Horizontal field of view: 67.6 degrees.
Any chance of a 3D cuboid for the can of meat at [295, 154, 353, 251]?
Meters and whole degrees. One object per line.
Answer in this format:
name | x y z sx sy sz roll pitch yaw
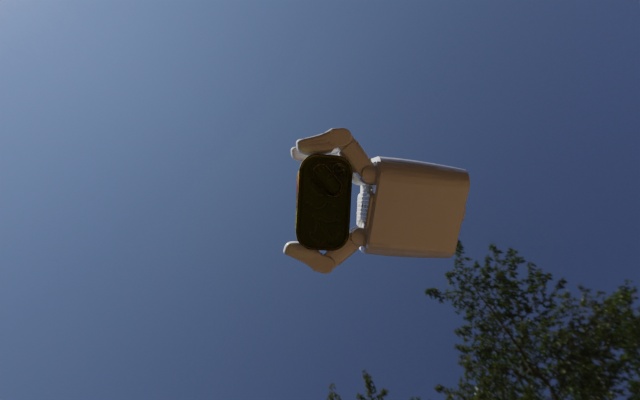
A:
can of meat | 0.000 0.002 0.544 0.057 0.102 0.084 3 0 -6
